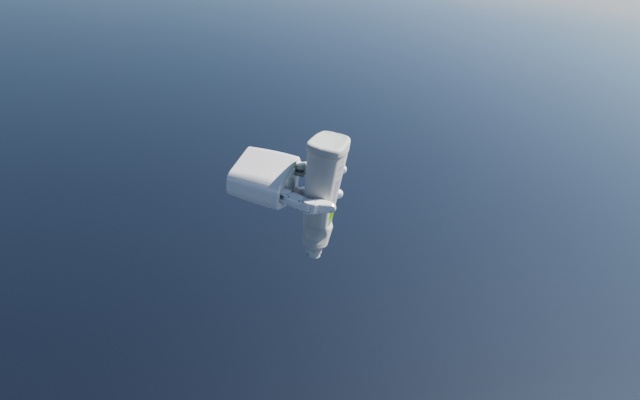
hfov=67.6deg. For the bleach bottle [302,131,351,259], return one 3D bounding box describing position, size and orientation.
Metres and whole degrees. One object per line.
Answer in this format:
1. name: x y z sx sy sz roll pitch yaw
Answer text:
1. bleach bottle: 0.000 0.003 0.897 0.068 0.251 0.102 16 28 13
